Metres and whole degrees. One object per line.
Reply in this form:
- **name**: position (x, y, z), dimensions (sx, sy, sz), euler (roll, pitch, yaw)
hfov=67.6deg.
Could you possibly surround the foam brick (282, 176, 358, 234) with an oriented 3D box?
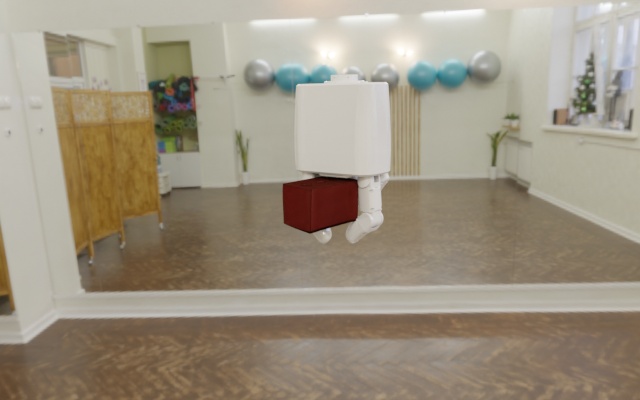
- **foam brick**: position (0.000, 0.002, 0.568), dimensions (0.078, 0.051, 0.053), euler (-13, 19, -40)
